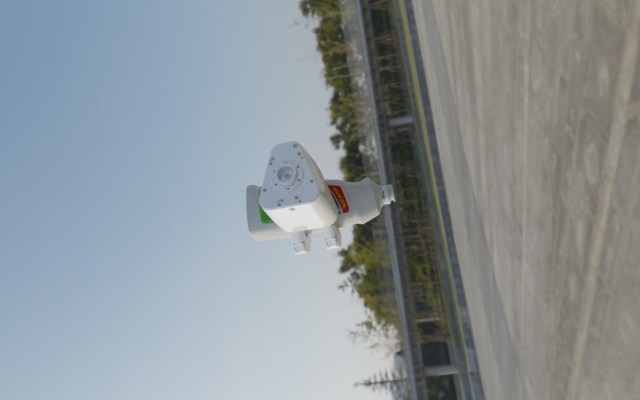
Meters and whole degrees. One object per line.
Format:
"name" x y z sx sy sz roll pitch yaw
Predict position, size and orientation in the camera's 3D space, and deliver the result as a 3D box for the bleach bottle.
"bleach bottle" 0.000 0.003 0.822 0.251 0.102 0.068 -11 -23 11
